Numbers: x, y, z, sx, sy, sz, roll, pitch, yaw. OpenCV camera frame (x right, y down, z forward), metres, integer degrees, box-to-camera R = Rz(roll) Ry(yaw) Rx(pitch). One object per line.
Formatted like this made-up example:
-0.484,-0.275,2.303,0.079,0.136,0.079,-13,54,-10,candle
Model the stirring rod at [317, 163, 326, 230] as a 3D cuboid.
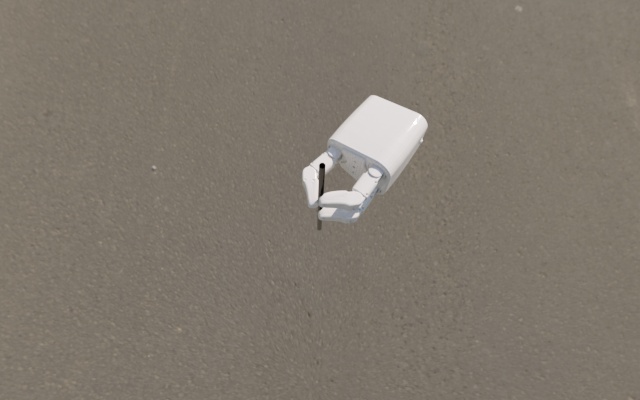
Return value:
0.000,0.002,0.680,0.011,0.011,0.240,0,-21,-1,stirring rod
